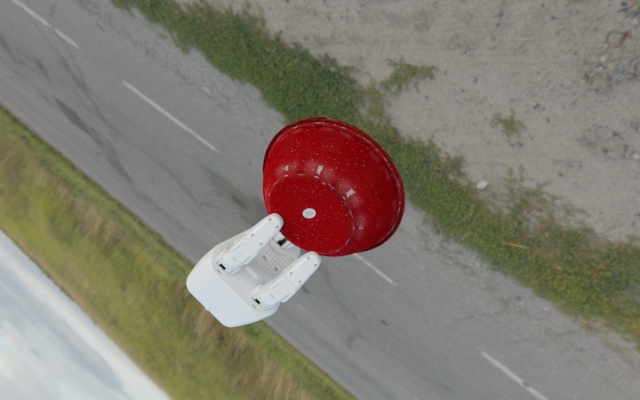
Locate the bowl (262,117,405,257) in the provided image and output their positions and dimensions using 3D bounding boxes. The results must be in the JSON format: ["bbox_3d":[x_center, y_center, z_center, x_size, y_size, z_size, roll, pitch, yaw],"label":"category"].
[{"bbox_3d":[0.000,0.001,0.481,0.162,0.162,0.055,0,30,28],"label":"bowl"}]
